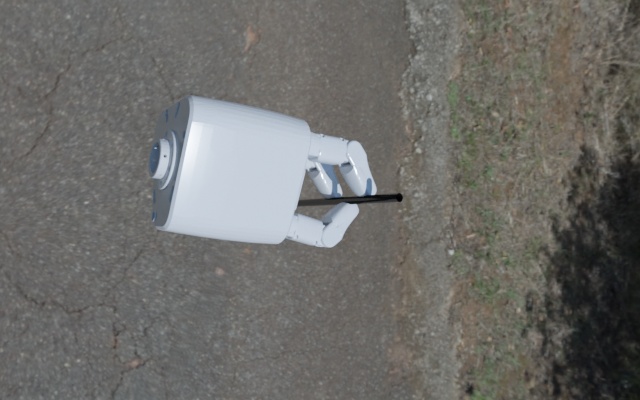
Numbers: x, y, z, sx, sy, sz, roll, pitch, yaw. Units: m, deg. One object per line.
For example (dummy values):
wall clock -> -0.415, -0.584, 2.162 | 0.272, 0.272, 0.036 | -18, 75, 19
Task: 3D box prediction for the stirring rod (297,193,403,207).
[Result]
stirring rod -> 0.000, 0.002, 0.517 | 0.011, 0.011, 0.239 | 0, -2, -35
